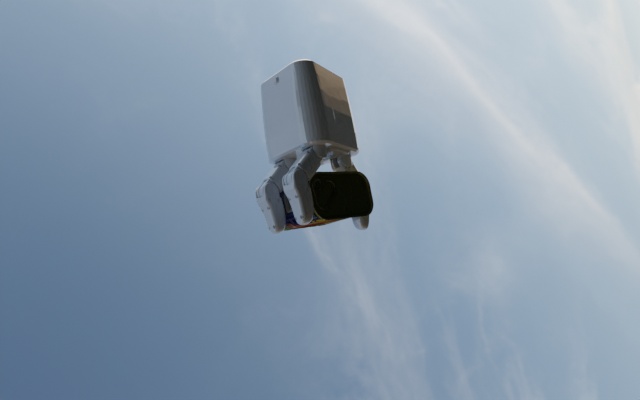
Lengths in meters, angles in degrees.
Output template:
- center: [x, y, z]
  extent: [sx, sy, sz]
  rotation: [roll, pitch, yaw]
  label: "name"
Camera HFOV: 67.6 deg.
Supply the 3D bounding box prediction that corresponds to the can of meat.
- center: [0.000, 0.002, 0.595]
  extent: [0.102, 0.057, 0.084]
  rotation: [-4, -10, -43]
  label: "can of meat"
